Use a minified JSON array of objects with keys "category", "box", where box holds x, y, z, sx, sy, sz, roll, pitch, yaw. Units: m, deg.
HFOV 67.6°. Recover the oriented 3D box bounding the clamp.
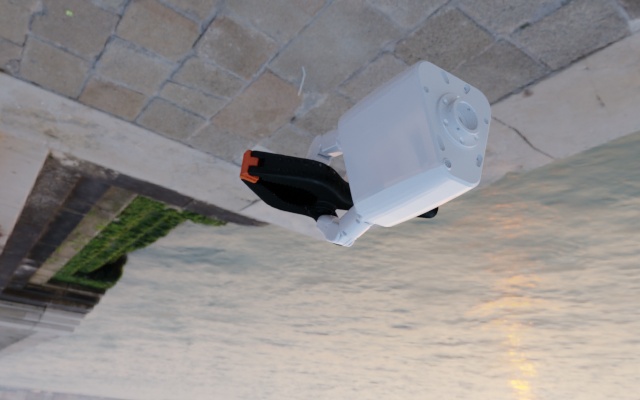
[{"category":"clamp","box":[0.000,0.002,0.529,0.210,0.036,0.164,19,-29,-28]}]
